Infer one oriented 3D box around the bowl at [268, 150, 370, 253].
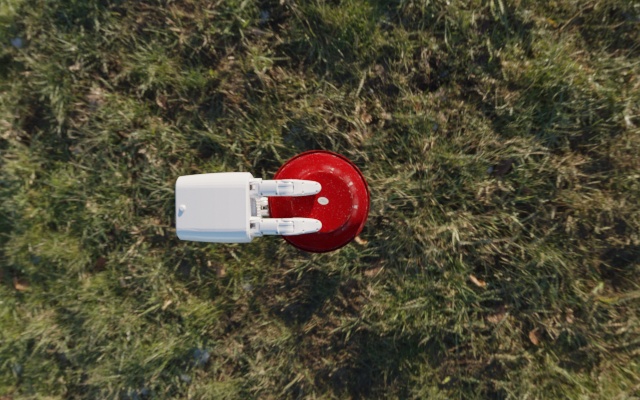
[{"bbox_3d":[0.001,0.002,0.722,0.162,0.162,0.055,0,0,-5],"label":"bowl"}]
